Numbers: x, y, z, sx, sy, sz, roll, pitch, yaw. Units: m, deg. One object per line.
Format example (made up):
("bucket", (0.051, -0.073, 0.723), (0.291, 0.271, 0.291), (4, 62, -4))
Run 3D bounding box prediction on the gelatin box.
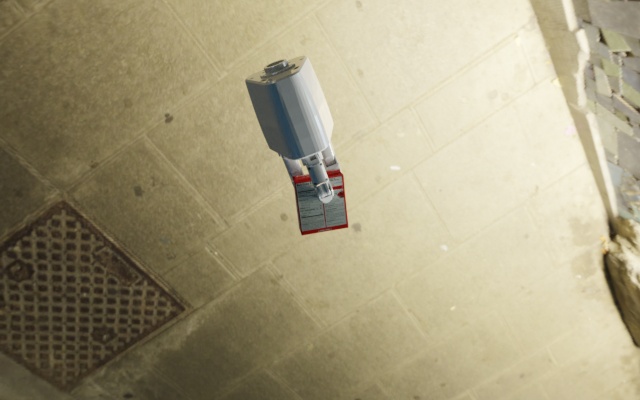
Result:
("gelatin box", (0.000, 0.003, 0.709), (0.073, 0.089, 0.030), (-10, 21, -7))
